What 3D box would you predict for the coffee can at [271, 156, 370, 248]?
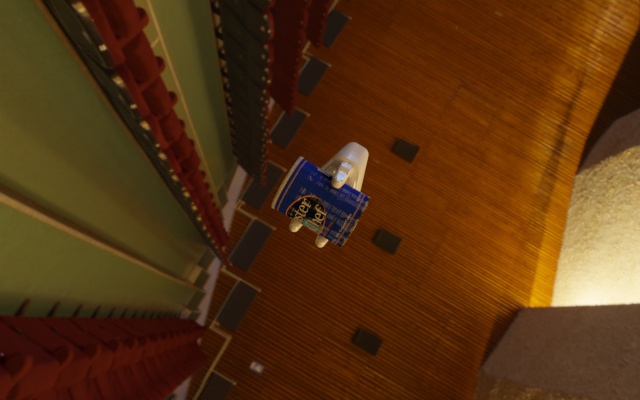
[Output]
[{"bbox_3d":[0.000,0.003,0.826,0.140,0.103,0.103,30,1,1],"label":"coffee can"}]
